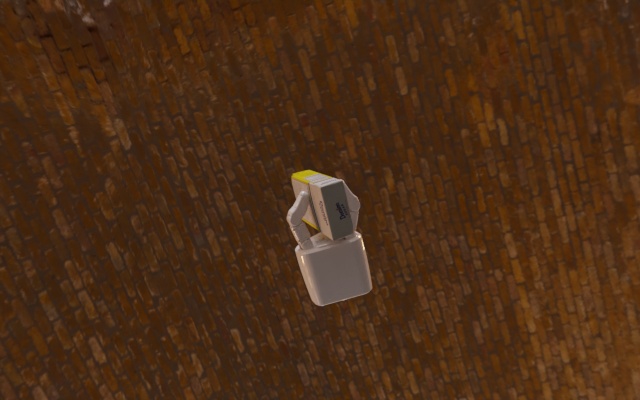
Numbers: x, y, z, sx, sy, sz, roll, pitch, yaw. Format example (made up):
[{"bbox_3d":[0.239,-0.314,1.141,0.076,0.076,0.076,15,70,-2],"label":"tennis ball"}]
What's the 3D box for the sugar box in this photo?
[{"bbox_3d":[0.001,0.003,0.829,0.048,0.093,0.176,-18,15,-18],"label":"sugar box"}]
